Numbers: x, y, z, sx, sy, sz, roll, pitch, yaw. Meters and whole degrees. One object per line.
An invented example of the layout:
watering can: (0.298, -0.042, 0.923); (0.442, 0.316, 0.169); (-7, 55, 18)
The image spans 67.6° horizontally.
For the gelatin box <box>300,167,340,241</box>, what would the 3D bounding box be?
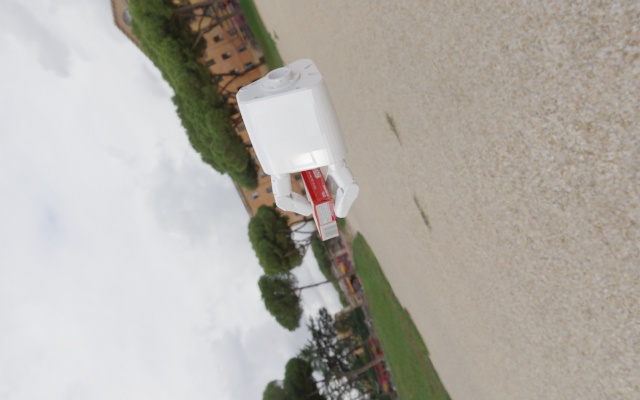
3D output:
gelatin box: (0.000, 0.003, 0.688); (0.030, 0.073, 0.089); (-18, -40, -4)
